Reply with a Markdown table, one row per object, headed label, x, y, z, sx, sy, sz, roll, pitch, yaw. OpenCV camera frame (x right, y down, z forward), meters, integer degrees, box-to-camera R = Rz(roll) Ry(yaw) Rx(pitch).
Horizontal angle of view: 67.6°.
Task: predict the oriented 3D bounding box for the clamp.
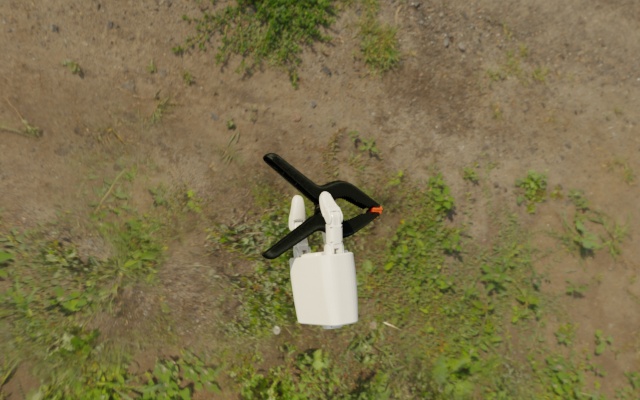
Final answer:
| label | x | y | z | sx | sy | sz | roll | pitch | yaw |
| --- | --- | --- | --- | --- | --- | --- | --- | --- | --- |
| clamp | 0.001 | 0.003 | 0.767 | 0.210 | 0.164 | 0.036 | -4 | -6 | -23 |
